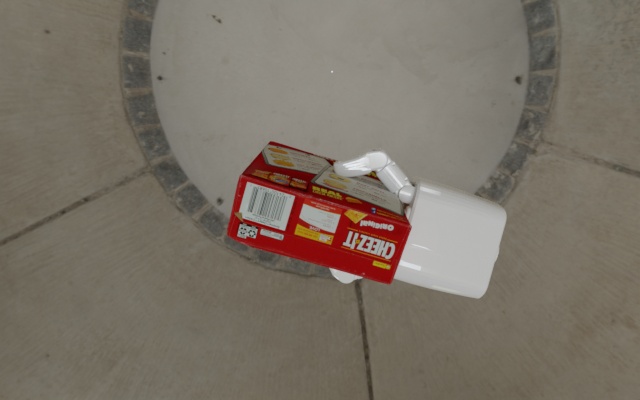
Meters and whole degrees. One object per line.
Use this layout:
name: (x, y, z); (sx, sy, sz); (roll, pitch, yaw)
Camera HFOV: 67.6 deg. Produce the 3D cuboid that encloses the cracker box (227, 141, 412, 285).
cracker box: (0.000, 0.002, 0.534); (0.164, 0.072, 0.213); (16, 15, -3)
